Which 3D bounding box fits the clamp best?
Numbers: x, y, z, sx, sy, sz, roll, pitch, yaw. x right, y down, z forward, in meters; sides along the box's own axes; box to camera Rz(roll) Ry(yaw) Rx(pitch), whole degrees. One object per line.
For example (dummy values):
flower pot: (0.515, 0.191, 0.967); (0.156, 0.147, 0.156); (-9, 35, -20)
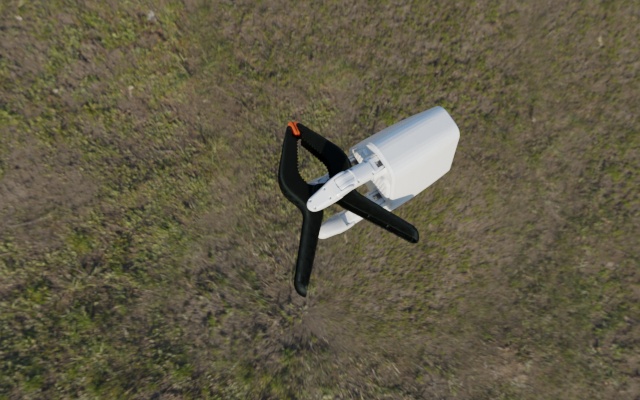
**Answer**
clamp: (0.000, 0.001, 0.583); (0.164, 0.210, 0.036); (-30, -10, -15)
